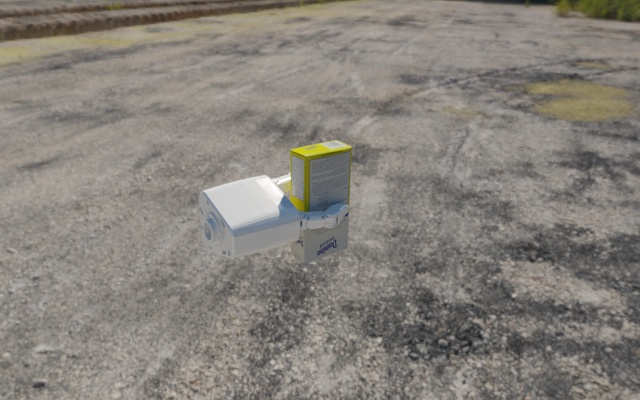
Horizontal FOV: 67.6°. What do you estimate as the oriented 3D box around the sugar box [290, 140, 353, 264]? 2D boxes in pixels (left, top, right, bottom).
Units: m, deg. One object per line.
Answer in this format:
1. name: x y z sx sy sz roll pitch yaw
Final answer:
1. sugar box: 0.000 0.002 0.739 0.093 0.176 0.048 -16 31 -36
